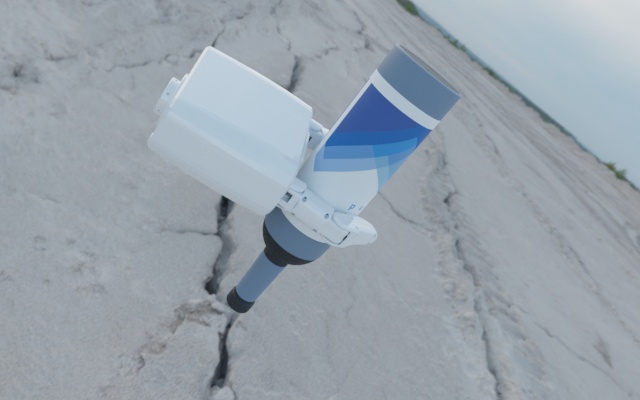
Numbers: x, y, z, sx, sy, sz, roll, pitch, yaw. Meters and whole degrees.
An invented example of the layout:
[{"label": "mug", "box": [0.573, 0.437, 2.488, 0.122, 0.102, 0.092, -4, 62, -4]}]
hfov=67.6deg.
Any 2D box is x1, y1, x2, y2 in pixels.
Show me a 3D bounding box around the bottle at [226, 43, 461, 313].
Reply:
[{"label": "bottle", "box": [0.000, 0.001, 0.434, 0.069, 0.296, 0.069, 32, 25, -17]}]
